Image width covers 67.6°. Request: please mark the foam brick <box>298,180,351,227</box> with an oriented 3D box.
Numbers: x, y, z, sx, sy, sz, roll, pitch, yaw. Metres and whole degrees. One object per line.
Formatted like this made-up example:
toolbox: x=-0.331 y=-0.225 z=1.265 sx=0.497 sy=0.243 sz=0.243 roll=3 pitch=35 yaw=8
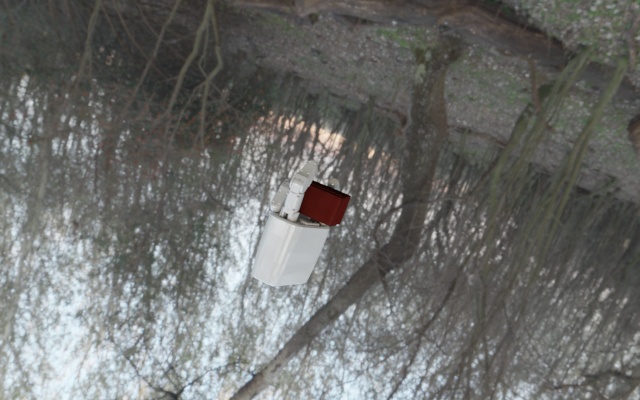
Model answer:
foam brick: x=0.000 y=0.003 z=0.757 sx=0.078 sy=0.051 sz=0.053 roll=23 pitch=9 yaw=17
